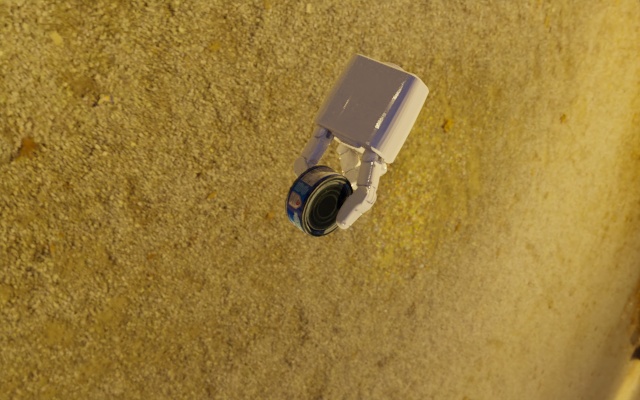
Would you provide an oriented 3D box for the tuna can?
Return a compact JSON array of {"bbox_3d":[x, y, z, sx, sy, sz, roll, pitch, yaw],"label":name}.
[{"bbox_3d":[0.000,0.002,0.590,0.086,0.086,0.033,0,25,-45],"label":"tuna can"}]
